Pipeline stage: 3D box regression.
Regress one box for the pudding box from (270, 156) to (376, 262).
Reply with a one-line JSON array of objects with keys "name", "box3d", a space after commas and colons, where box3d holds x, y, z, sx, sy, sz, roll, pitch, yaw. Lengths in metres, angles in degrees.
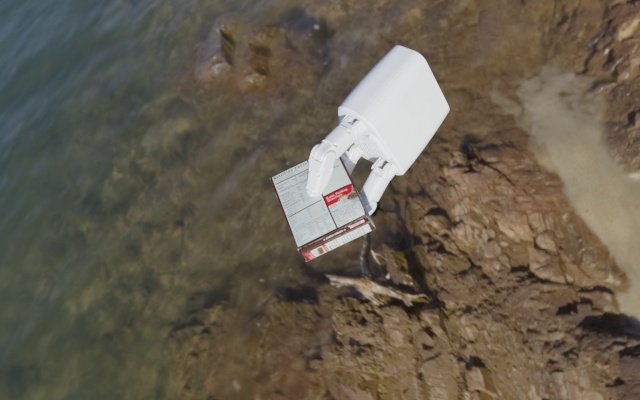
[{"name": "pudding box", "box3d": [0.000, 0.002, 0.560, 0.090, 0.113, 0.039, -27, -35, 5]}]
